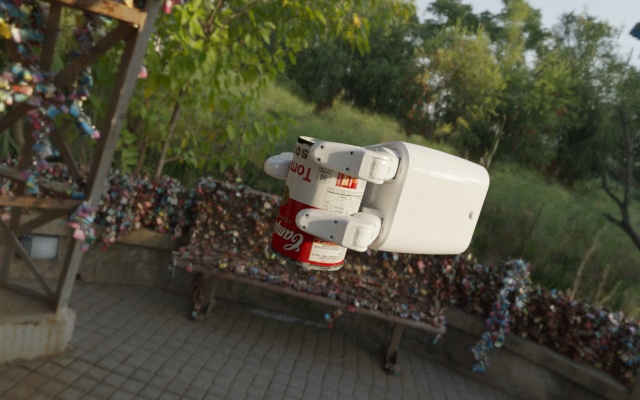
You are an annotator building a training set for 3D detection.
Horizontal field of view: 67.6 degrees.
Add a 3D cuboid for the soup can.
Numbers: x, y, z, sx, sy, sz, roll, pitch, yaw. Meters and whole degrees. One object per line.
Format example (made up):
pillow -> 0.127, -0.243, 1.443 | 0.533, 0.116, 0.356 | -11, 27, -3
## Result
soup can -> 0.000, 0.001, 0.419 | 0.068, 0.102, 0.068 | 14, 11, -3
